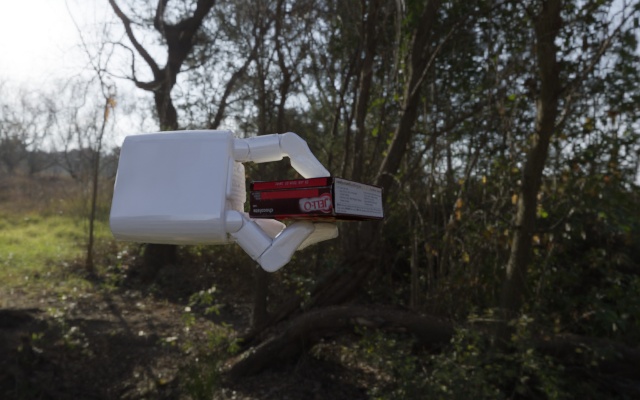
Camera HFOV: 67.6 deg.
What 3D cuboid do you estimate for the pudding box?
[{"bbox_3d":[0.000,0.001,0.460,0.090,0.039,0.113,-2,-3,30],"label":"pudding box"}]
